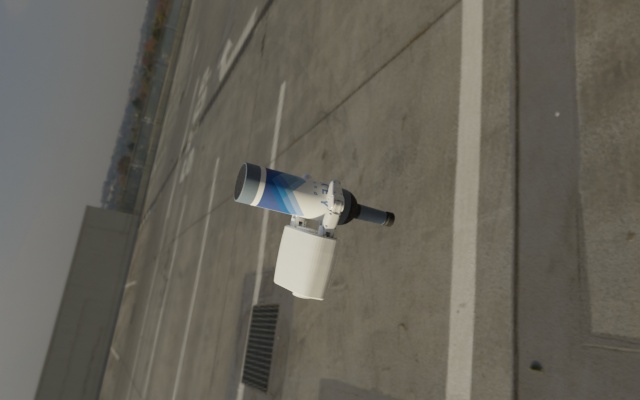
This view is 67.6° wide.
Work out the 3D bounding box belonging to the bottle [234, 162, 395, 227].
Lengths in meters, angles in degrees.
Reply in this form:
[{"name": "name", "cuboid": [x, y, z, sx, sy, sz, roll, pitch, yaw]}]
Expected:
[{"name": "bottle", "cuboid": [0.000, 0.003, 0.839, 0.296, 0.069, 0.069, 14, -6, -22]}]
